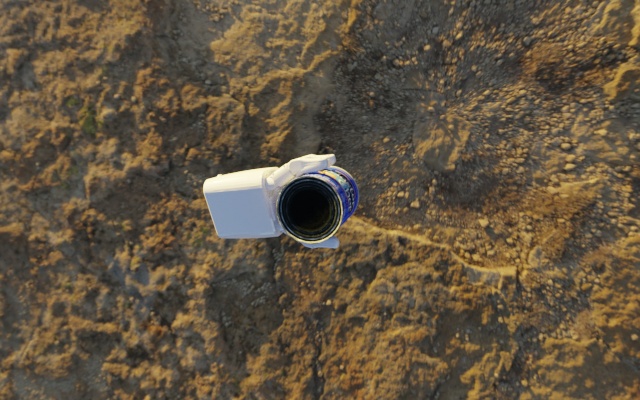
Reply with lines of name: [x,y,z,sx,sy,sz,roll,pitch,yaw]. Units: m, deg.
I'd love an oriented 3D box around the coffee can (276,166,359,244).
coffee can: [0.000,0.003,0.766,0.103,0.103,0.140,0,10,14]
